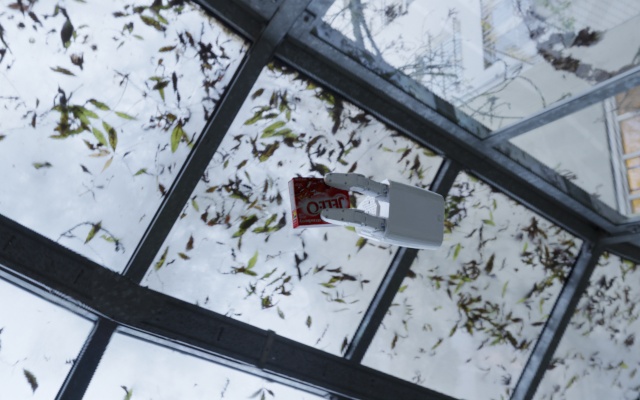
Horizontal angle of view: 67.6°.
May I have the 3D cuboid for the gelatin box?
[{"bbox_3d":[0.000,0.002,0.711,0.089,0.073,0.030,-2,-13,-22],"label":"gelatin box"}]
